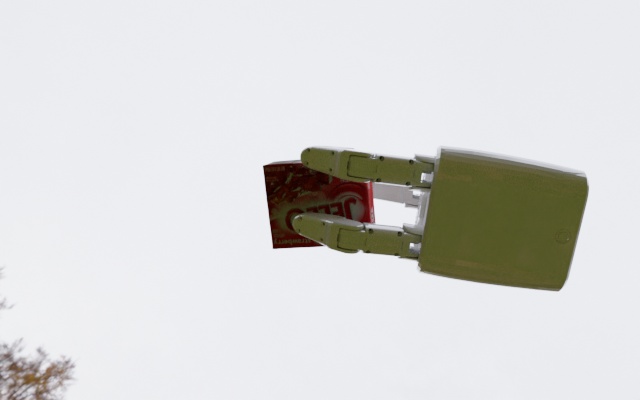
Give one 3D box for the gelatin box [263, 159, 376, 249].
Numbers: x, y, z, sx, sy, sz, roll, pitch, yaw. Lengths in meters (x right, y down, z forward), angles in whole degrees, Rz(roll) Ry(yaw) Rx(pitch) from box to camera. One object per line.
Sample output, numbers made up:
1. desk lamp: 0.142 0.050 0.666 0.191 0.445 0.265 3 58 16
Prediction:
1. gelatin box: 0.000 0.001 0.401 0.089 0.073 0.030 -3 9 15
